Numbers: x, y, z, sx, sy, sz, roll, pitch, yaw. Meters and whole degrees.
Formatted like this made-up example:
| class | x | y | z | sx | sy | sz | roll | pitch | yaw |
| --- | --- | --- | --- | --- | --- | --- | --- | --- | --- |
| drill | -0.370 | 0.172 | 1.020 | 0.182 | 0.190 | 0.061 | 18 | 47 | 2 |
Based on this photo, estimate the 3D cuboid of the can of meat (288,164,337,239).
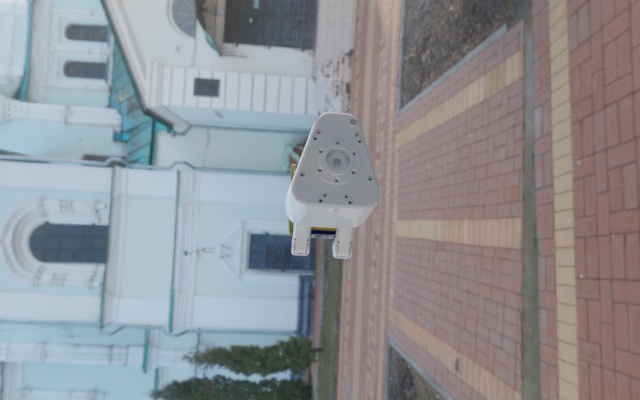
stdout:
| class | x | y | z | sx | sy | sz | roll | pitch | yaw |
| --- | --- | --- | --- | --- | --- | --- | --- | --- | --- |
| can of meat | 0.000 | 0.002 | 0.643 | 0.084 | 0.102 | 0.057 | 3 | -9 | -5 |
